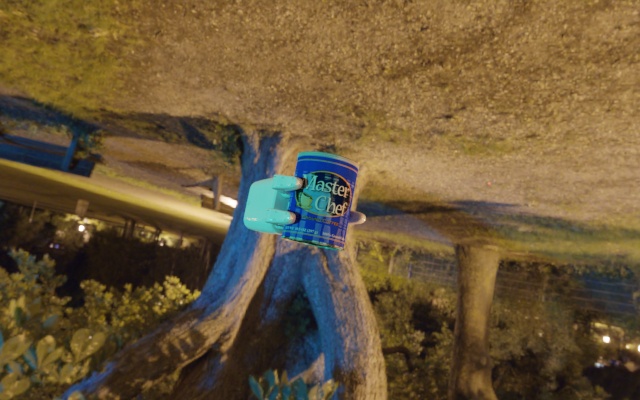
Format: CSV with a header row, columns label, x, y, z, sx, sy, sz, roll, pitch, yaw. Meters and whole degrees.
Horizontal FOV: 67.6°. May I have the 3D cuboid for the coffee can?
label,x,y,z,sx,sy,sz,roll,pitch,yaw
coffee can,0.000,0.002,0.769,0.103,0.140,0.103,11,-8,2
